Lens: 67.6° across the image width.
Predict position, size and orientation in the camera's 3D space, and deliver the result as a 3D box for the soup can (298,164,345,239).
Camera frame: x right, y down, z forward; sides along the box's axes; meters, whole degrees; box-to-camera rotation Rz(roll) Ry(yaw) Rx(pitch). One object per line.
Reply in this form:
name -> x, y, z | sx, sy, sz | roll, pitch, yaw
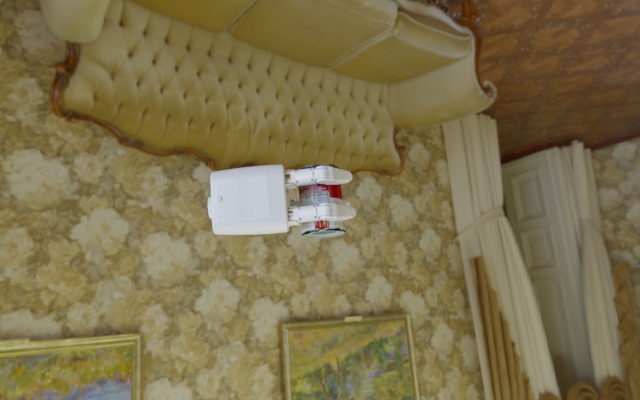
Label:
soup can -> 0.001, 0.003, 0.728 | 0.068, 0.102, 0.068 | -5, -13, -1
